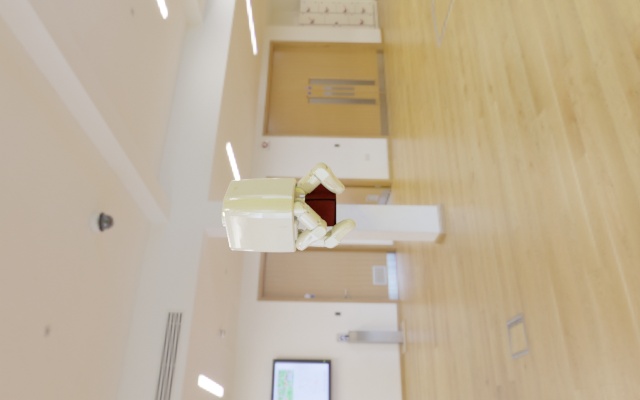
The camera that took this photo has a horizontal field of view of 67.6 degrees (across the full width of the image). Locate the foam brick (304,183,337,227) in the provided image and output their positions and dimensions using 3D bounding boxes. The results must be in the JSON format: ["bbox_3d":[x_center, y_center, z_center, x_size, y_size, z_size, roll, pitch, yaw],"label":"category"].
[{"bbox_3d":[0.000,0.003,0.792,0.051,0.053,0.078,-1,27,1],"label":"foam brick"}]
